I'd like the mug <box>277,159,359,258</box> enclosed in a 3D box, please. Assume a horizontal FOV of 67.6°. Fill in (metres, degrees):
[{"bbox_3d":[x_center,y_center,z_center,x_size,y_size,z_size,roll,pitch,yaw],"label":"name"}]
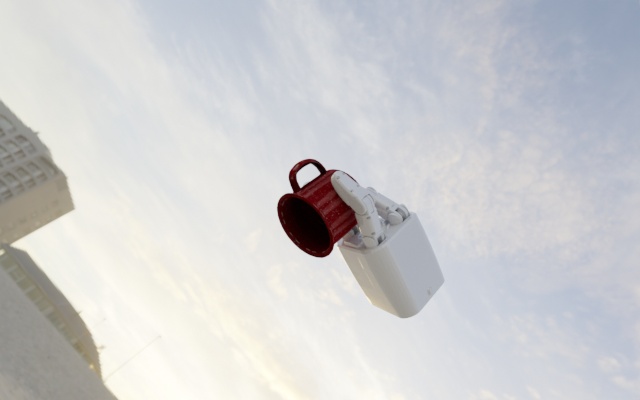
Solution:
[{"bbox_3d":[0.000,0.001,0.605,0.081,0.117,0.093,-38,16,-36],"label":"mug"}]
